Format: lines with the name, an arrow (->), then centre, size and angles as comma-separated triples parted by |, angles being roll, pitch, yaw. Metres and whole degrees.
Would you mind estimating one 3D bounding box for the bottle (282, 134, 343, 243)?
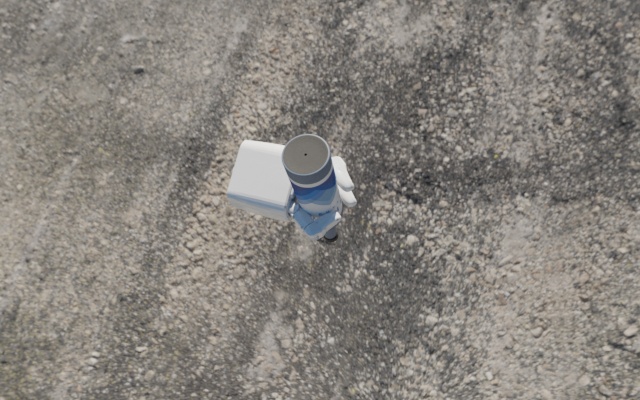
bottle -> 0.000, 0.002, 0.771 | 0.069, 0.069, 0.296 | 0, -26, 9
